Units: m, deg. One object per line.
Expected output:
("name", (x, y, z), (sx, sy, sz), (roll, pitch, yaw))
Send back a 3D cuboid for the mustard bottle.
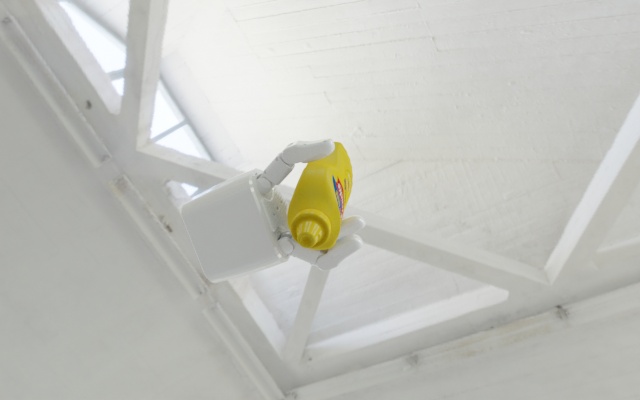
("mustard bottle", (0.000, 0.002, 0.553), (0.058, 0.096, 0.191), (3, 23, 9))
